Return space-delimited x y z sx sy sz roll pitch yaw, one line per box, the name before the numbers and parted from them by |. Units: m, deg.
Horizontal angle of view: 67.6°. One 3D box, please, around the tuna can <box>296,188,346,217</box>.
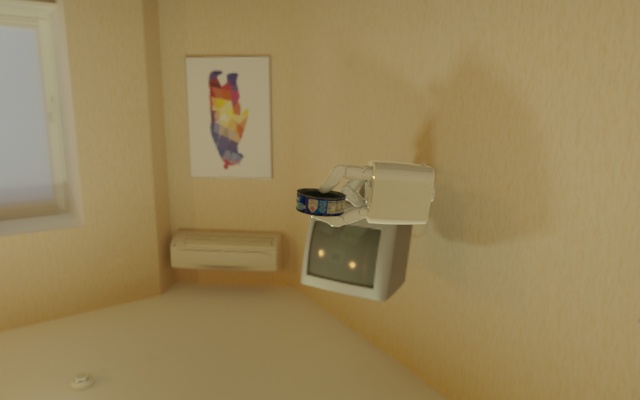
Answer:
tuna can | 0.000 0.003 0.828 0.086 0.034 0.086 6 11 -1
